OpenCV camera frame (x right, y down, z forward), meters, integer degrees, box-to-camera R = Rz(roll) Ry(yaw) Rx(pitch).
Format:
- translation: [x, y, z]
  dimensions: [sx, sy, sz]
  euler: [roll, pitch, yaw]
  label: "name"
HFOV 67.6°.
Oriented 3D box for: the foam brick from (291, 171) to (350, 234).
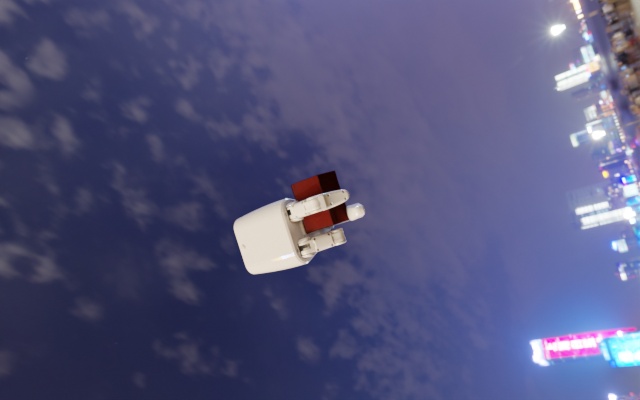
- translation: [0.000, 0.002, 0.702]
  dimensions: [0.051, 0.078, 0.053]
  euler: [-18, -2, 34]
  label: "foam brick"
